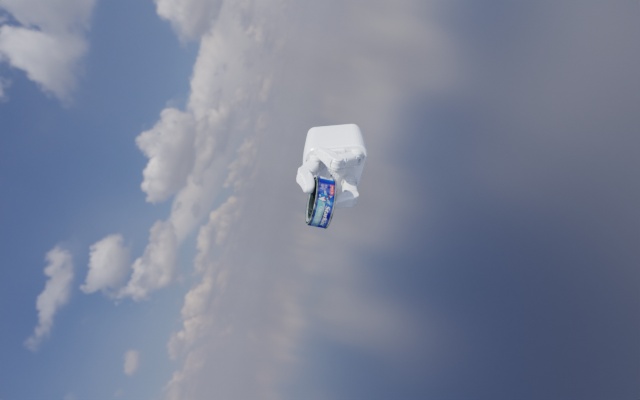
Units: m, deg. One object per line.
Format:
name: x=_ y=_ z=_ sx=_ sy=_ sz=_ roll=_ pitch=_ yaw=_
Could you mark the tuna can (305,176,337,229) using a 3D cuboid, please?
tuna can: x=0.000 y=0.003 z=0.799 sx=0.034 sy=0.086 sz=0.086 roll=11 pitch=-2 yaw=-10
